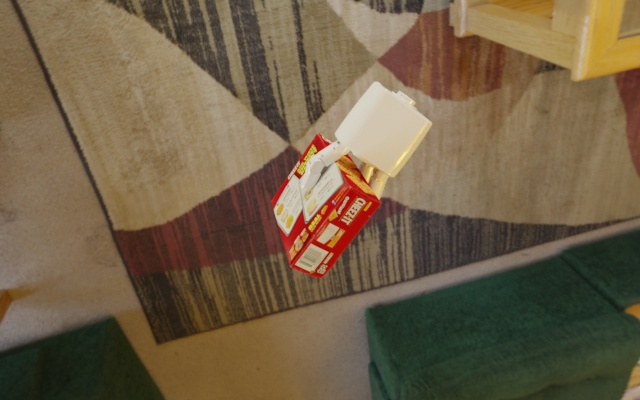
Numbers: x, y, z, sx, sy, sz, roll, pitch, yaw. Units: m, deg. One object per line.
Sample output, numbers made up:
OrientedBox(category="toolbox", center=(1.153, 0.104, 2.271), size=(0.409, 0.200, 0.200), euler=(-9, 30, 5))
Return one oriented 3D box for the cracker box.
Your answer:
OrientedBox(category="cracker box", center=(0.000, 0.003, 0.814), size=(0.072, 0.164, 0.213), euler=(27, 19, -26))
